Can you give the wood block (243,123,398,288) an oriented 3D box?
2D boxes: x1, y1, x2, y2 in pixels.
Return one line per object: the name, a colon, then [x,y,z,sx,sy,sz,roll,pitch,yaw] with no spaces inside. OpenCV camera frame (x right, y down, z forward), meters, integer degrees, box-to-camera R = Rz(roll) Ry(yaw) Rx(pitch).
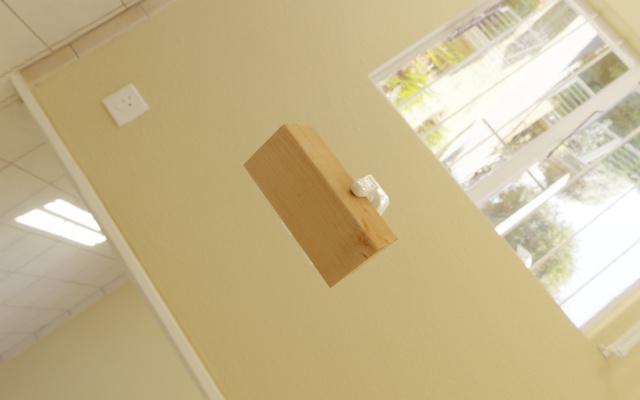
wood block: [0.001,0.002,0.659,0.091,0.206,0.090,-41,-12,23]
